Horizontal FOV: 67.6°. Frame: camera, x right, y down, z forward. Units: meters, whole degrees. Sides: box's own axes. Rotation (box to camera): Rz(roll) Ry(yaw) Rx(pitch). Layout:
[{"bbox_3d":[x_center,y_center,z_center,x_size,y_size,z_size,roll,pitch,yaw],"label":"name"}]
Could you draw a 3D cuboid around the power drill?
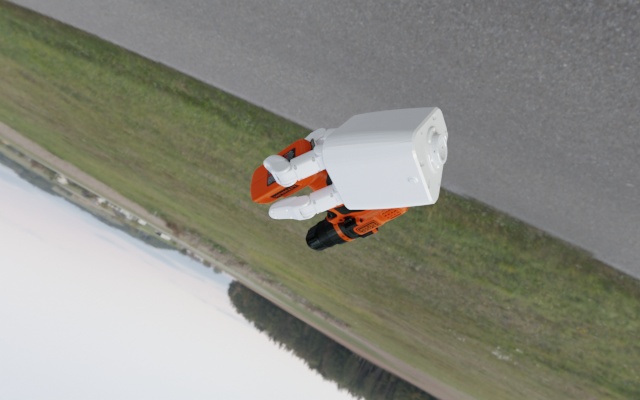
[{"bbox_3d":[0.000,0.002,0.650,0.184,0.057,0.188,-31,-42,34],"label":"power drill"}]
